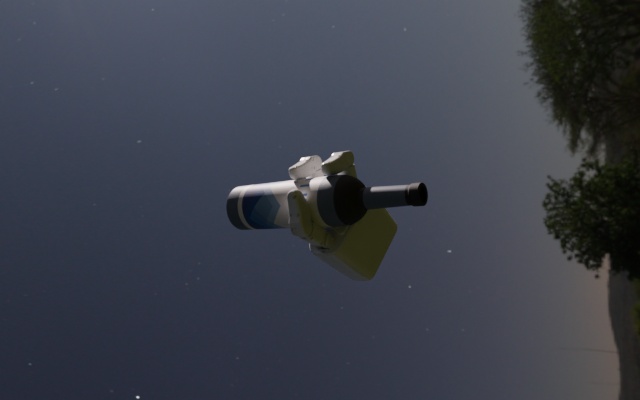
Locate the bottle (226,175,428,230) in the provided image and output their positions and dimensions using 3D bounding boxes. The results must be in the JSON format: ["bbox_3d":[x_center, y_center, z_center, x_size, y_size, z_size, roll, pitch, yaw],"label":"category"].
[{"bbox_3d":[0.000,0.002,0.636,0.296,0.069,0.069,-5,-3,36],"label":"bottle"}]
